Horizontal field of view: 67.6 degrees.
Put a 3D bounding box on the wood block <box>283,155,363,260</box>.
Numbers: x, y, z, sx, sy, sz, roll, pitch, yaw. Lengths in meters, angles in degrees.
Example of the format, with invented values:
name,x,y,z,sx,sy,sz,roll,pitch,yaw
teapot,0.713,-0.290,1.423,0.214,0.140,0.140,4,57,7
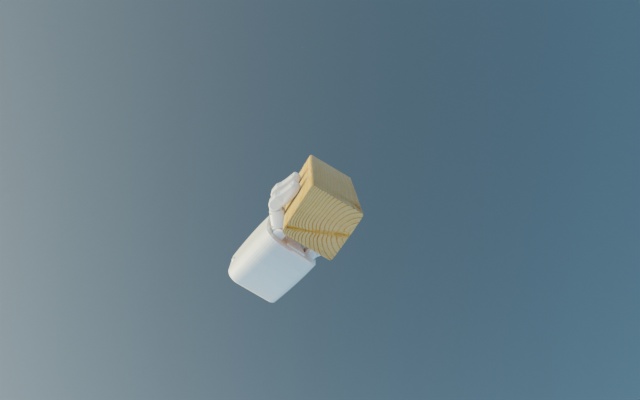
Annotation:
name,x,y,z,sx,sy,sz,roll,pitch,yaw
wood block,0.000,0.003,0.793,0.091,0.090,0.206,31,14,-11
